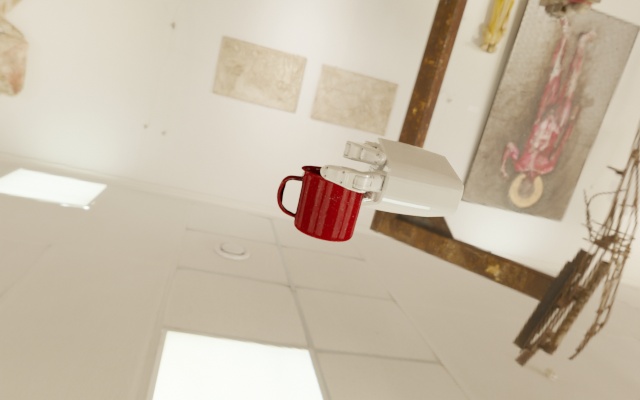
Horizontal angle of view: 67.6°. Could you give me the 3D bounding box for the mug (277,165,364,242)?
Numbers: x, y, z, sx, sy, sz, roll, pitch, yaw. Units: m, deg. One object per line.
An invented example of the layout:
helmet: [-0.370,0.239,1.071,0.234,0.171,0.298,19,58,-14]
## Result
mug: [-0.001,0.002,0.631,0.117,0.081,0.093,11,12,-10]
